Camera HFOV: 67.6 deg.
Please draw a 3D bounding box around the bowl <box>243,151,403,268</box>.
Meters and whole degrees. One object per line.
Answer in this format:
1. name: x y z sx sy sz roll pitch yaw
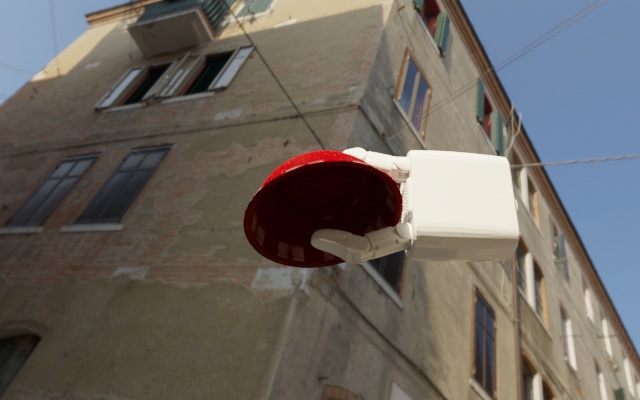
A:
1. bowl: -0.001 0.001 0.494 0.162 0.055 0.162 -7 -42 -6
